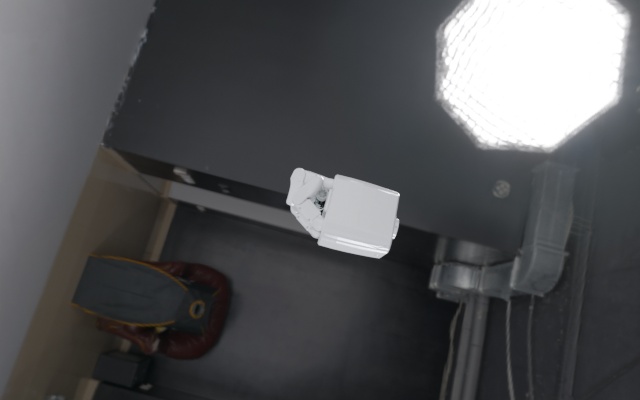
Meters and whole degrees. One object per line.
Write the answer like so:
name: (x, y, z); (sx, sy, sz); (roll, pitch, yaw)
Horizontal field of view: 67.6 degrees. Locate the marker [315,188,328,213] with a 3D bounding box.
marker: (0.000, 0.003, 0.796); (0.020, 0.020, 0.121); (0, -13, -3)
